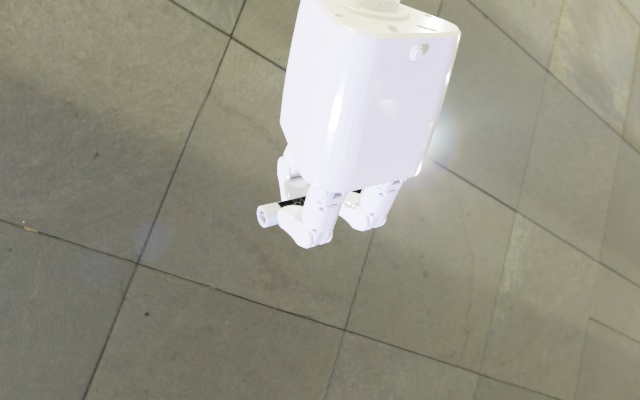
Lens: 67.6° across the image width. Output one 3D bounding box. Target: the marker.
[{"bbox_3d":[0.000,0.001,0.435,0.121,0.020,0.020,-14,7,-31],"label":"marker"}]
